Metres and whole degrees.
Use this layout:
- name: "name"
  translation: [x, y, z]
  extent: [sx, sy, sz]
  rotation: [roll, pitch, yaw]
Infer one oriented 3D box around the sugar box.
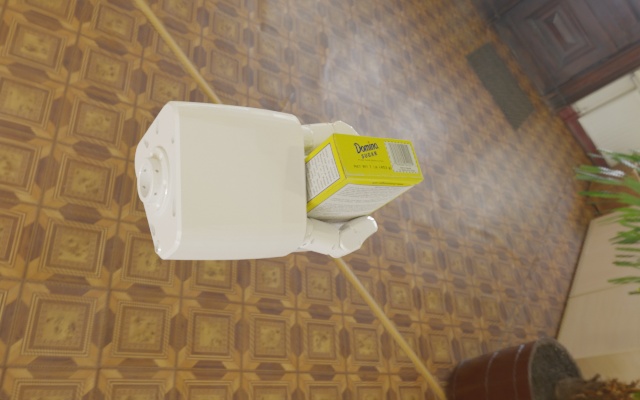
- name: "sugar box"
  translation: [0.000, 0.001, 0.444]
  extent: [0.093, 0.048, 0.176]
  rotation: [0, -22, -39]
